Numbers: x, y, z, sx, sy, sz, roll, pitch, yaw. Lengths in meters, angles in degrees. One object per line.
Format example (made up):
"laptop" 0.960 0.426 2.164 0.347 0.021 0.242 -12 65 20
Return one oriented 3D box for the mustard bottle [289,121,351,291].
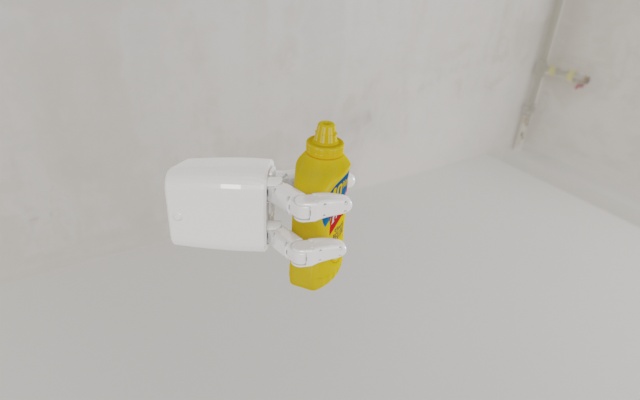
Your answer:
"mustard bottle" 0.000 0.002 0.547 0.058 0.192 0.096 15 32 19
